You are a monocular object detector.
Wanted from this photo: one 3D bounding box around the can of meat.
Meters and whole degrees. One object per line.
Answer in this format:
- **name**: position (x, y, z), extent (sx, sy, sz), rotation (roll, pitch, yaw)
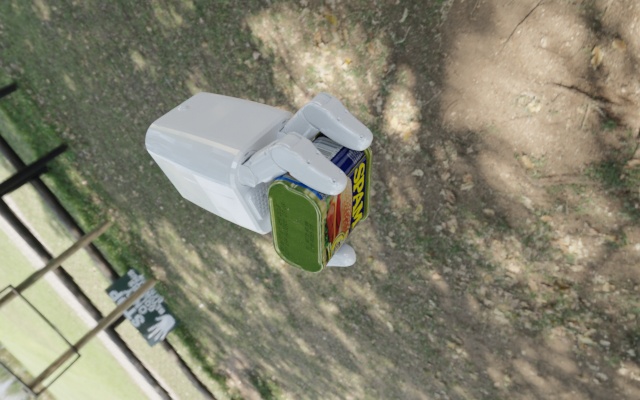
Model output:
- **can of meat**: position (0.000, 0.002, 0.417), extent (0.057, 0.102, 0.084), rotation (21, 47, 23)
